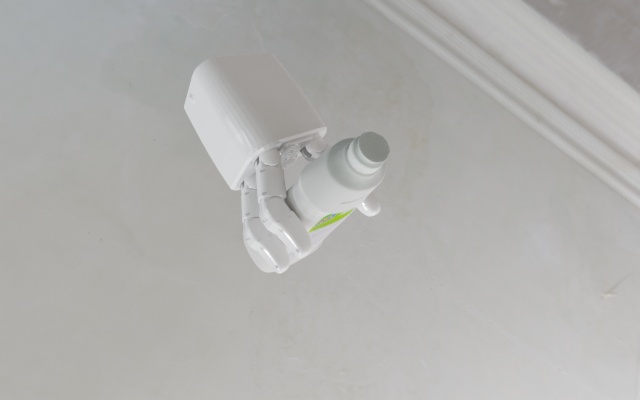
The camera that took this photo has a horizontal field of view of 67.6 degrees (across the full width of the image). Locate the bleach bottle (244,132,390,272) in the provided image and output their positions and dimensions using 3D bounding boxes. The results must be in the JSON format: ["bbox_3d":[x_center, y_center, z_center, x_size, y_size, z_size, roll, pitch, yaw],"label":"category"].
[{"bbox_3d":[0.000,0.002,0.487,0.102,0.068,0.251,-28,-9,-32],"label":"bleach bottle"}]
